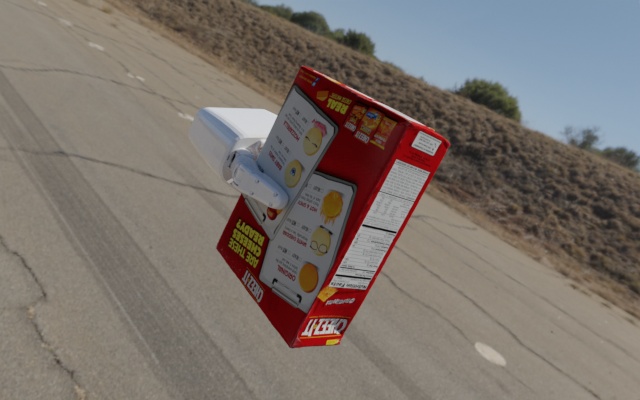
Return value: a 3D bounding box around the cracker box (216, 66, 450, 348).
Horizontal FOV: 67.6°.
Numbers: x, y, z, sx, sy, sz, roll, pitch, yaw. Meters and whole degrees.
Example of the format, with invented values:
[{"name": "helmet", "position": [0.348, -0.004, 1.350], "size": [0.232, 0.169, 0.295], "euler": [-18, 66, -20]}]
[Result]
[{"name": "cracker box", "position": [0.000, 0.001, 0.453], "size": [0.072, 0.214, 0.164], "euler": [14, 18, -42]}]
